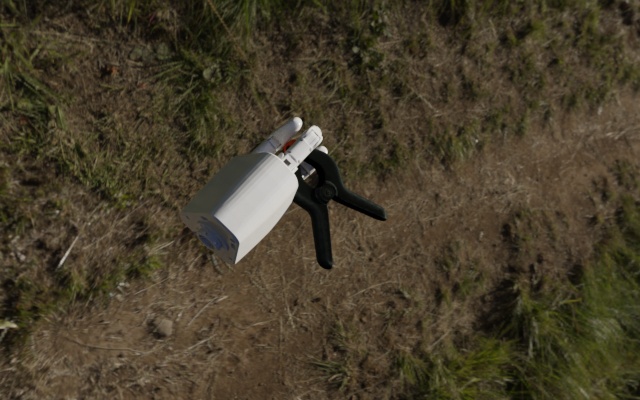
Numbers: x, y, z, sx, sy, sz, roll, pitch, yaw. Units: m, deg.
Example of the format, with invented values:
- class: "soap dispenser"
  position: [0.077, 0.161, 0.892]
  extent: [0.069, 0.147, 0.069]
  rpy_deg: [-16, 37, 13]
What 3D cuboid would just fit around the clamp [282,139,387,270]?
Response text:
- class: "clamp"
  position: [0.000, 0.002, 0.625]
  extent: [0.120, 0.171, 0.039]
  rpy_deg: [-49, 11, -26]
